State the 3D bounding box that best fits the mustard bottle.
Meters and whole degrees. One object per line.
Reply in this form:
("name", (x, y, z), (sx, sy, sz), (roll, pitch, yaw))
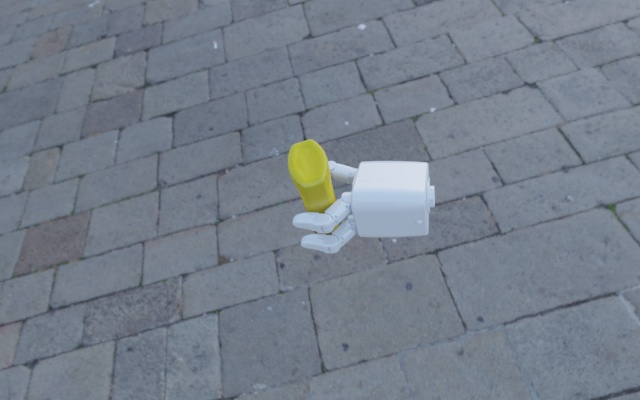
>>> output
("mustard bottle", (0.000, 0.002, 0.749), (0.058, 0.096, 0.192), (-18, -41, 0))
